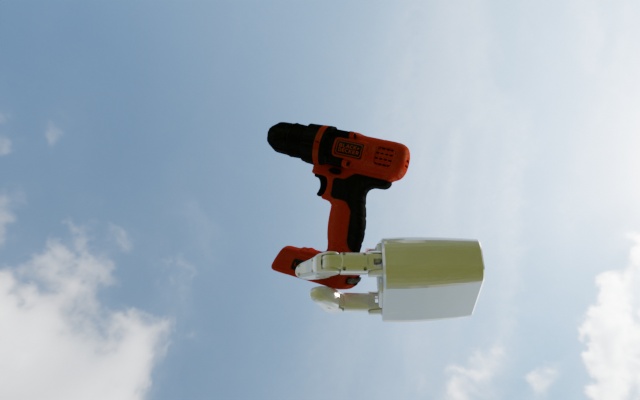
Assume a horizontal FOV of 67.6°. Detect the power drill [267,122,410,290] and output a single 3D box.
[{"bbox_3d":[0.000,0.002,0.579,0.184,0.187,0.057,14,0,22],"label":"power drill"}]
